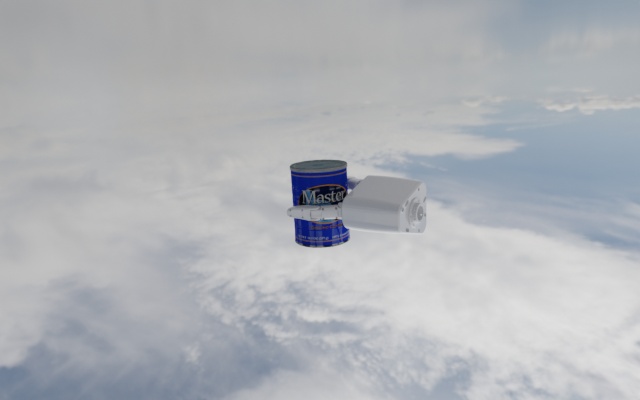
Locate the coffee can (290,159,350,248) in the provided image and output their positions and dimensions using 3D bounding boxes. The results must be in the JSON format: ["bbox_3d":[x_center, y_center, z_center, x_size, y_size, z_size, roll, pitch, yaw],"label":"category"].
[{"bbox_3d":[0.000,0.003,0.862,0.103,0.140,0.102,-3,13,1],"label":"coffee can"}]
